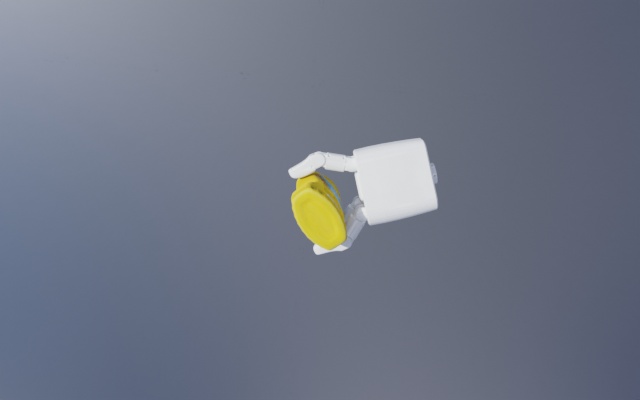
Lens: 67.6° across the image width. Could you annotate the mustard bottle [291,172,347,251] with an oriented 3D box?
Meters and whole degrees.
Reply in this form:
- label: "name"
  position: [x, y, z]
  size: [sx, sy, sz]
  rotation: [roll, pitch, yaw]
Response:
- label: "mustard bottle"
  position: [0.000, 0.003, 0.738]
  size: [0.058, 0.096, 0.191]
  rotation: [-36, 12, 10]
